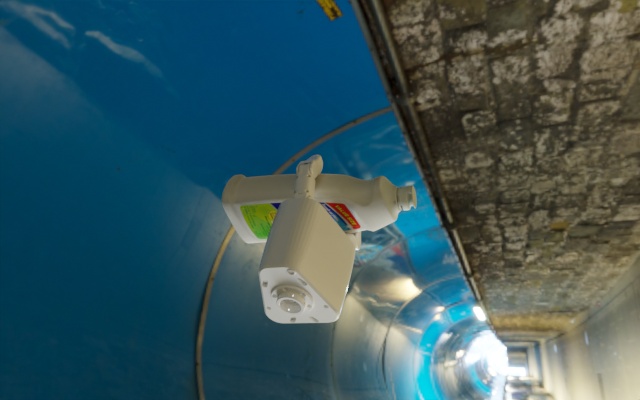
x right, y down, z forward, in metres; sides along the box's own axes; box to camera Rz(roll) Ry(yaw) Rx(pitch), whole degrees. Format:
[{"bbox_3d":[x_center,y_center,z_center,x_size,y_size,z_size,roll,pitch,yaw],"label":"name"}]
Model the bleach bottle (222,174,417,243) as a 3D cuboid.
[{"bbox_3d":[0.000,0.002,0.645,0.251,0.103,0.068,-6,39,20],"label":"bleach bottle"}]
